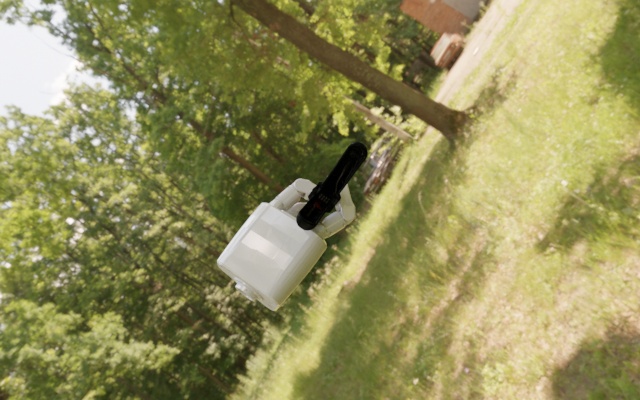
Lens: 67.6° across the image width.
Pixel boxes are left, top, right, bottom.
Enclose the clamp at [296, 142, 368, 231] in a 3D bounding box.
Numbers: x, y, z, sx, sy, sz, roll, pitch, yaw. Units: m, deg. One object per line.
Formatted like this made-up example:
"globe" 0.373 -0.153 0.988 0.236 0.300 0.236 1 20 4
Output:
"clamp" 0.000 0.002 0.601 0.039 0.120 0.171 41 -21 5
